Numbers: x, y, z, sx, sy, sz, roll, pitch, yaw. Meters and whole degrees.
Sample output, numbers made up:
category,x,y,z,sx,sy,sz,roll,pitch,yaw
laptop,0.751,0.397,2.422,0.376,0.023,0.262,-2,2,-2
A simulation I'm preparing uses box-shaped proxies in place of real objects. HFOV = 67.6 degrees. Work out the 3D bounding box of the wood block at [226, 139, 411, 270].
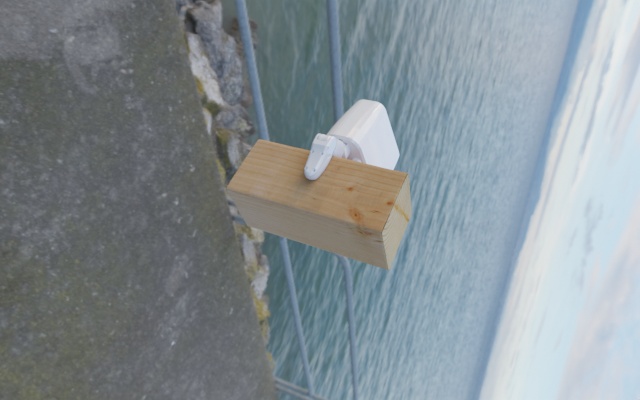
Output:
category,x,y,z,sx,sy,sz,roll,pitch,yaw
wood block,0.000,0.002,0.603,0.206,0.090,0.091,15,-31,23
